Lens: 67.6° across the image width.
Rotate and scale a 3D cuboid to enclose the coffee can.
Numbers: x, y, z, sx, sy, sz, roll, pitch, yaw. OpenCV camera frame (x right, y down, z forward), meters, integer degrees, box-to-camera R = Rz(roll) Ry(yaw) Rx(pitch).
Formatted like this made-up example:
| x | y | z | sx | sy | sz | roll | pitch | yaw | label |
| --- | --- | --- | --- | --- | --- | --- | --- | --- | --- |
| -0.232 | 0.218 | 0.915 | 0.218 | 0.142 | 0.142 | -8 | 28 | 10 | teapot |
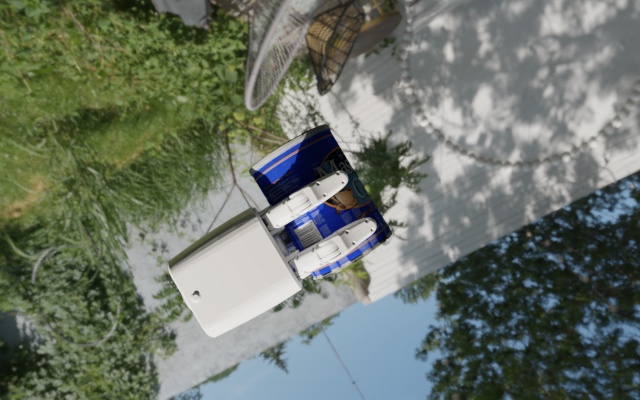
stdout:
| x | y | z | sx | sy | sz | roll | pitch | yaw | label |
| --- | --- | --- | --- | --- | --- | --- | --- | --- | --- |
| 0.000 | 0.002 | 0.531 | 0.103 | 0.140 | 0.103 | -31 | 0 | 0 | coffee can |
